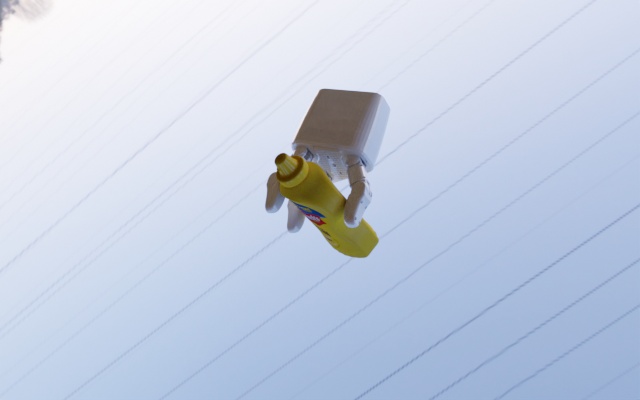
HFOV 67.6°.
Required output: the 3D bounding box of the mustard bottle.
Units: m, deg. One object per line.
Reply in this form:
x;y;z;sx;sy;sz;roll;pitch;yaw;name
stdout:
0.000;0.002;0.627;0.096;0.058;0.192;30;-14;46;mustard bottle
